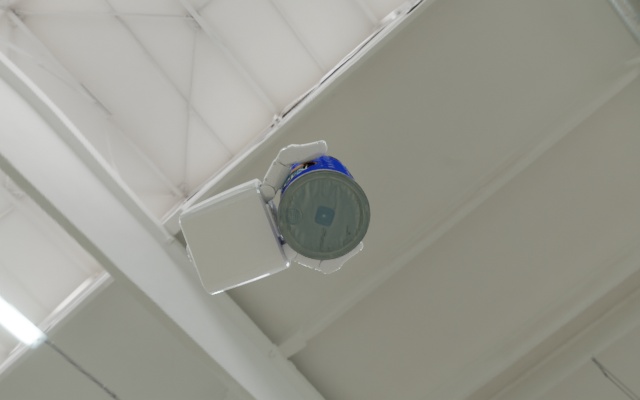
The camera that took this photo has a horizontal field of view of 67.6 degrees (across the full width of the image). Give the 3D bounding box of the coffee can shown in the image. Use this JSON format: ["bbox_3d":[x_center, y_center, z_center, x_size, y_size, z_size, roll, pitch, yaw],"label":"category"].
[{"bbox_3d":[0.000,0.002,0.589,0.103,0.103,0.140,0,13,-3],"label":"coffee can"}]
